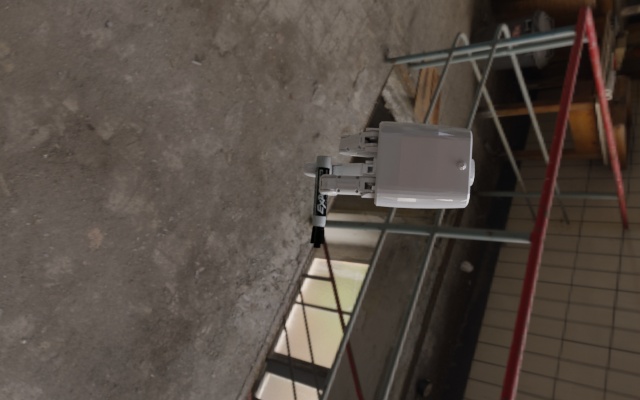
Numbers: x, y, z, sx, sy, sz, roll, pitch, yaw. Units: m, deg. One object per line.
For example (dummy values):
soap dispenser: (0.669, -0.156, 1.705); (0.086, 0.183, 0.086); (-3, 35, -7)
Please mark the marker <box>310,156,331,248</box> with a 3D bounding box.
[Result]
marker: (0.000, 0.002, 0.628); (0.020, 0.121, 0.020); (4, -3, 0)
